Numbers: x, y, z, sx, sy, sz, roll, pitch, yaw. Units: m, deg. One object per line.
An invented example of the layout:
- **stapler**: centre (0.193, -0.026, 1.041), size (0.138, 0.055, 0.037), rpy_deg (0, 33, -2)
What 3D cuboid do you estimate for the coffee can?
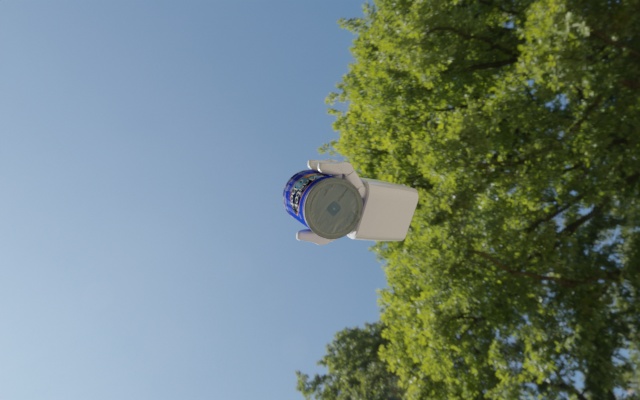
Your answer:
- **coffee can**: centre (0.000, 0.003, 0.844), size (0.103, 0.103, 0.140), rpy_deg (0, 9, -19)
